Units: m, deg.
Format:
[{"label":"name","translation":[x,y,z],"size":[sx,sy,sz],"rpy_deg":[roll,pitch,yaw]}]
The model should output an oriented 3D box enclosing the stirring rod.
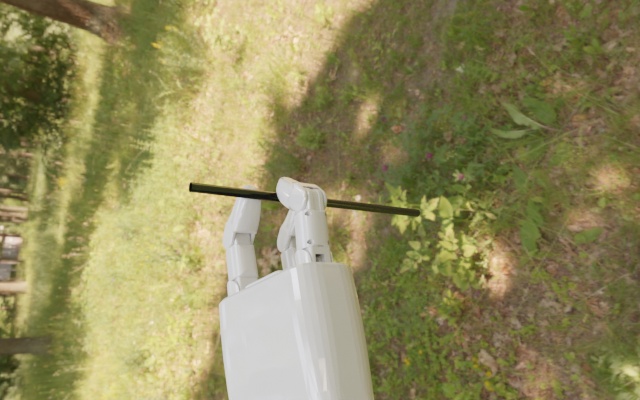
[{"label":"stirring rod","translation":[0.000,0.001,0.435],"size":[0.239,0.011,0.011],"rpy_deg":[7,-4,-32]}]
